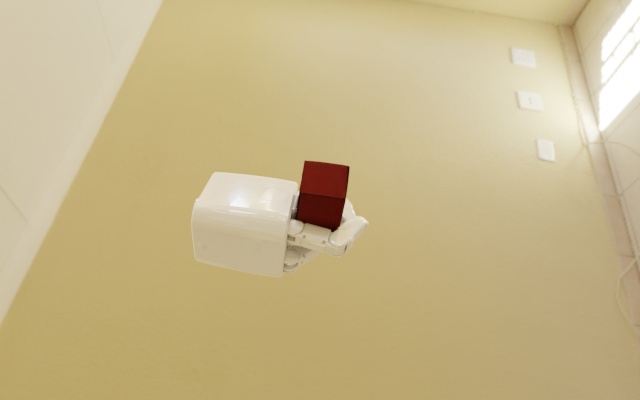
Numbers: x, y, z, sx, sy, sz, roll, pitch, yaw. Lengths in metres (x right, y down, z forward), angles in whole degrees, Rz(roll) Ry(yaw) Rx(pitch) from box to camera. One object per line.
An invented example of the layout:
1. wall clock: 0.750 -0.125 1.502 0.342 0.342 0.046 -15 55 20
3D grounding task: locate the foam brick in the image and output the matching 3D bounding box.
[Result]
1. foam brick: 0.000 0.002 0.538 0.051 0.053 0.078 10 -43 -1
